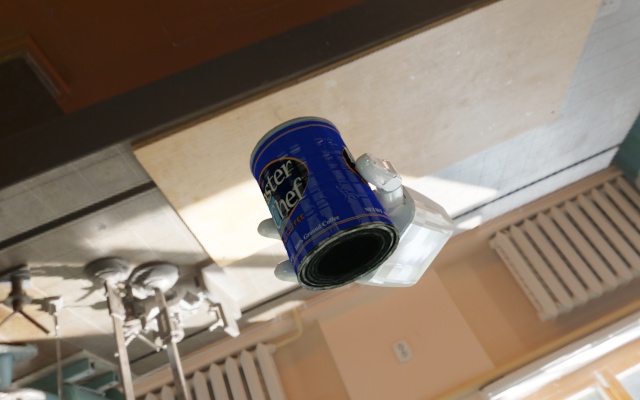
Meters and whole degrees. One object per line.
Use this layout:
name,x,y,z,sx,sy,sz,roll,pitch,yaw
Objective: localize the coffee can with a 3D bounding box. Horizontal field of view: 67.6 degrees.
coffee can,0.000,0.001,0.469,0.103,0.140,0.103,-18,-34,-13
